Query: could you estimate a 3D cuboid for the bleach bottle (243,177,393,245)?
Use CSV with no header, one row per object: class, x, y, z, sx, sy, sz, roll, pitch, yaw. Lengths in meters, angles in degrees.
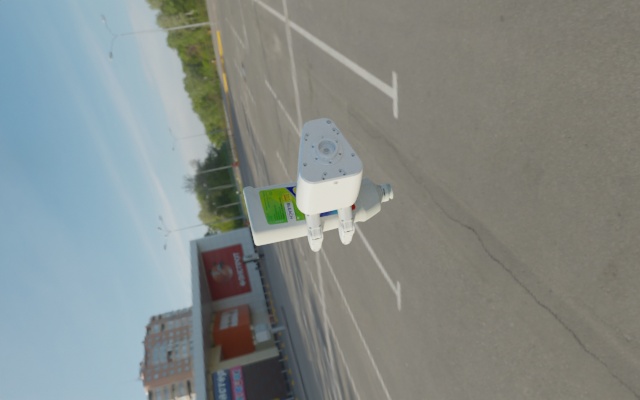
bleach bottle,0.000,0.003,0.826,0.251,0.102,0.068,-13,-23,-9
